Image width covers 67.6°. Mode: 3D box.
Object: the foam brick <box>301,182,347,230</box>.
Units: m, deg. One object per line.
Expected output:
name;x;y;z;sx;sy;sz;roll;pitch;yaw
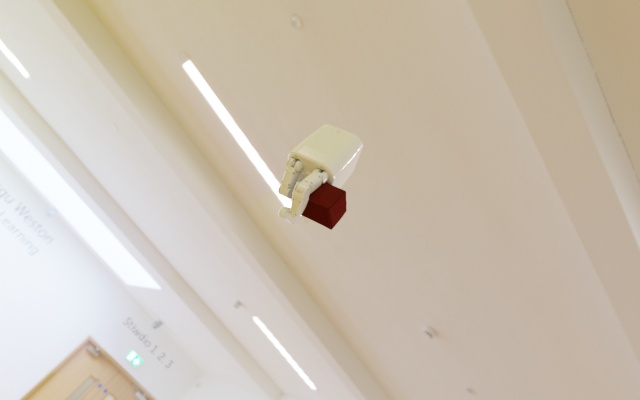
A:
foam brick;0.000;0.003;0.817;0.078;0.053;0.051;25;52;26
